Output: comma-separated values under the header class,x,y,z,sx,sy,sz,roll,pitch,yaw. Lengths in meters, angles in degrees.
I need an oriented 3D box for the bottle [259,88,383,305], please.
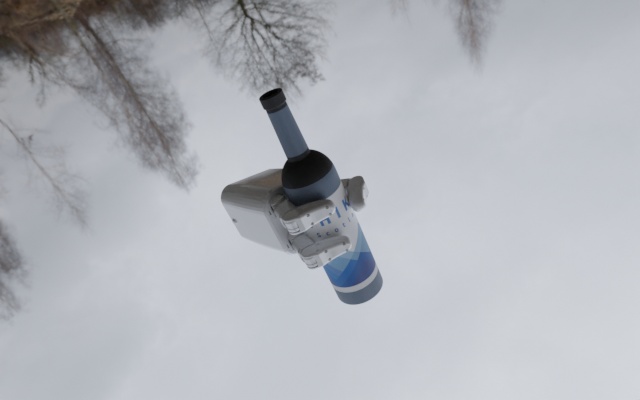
class,x,y,z,sx,sy,sz,roll,pitch,yaw
bottle,0.000,0.002,0.585,0.069,0.296,0.069,-19,29,11
